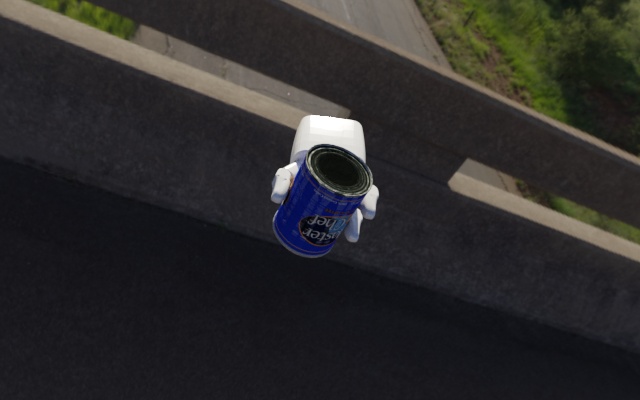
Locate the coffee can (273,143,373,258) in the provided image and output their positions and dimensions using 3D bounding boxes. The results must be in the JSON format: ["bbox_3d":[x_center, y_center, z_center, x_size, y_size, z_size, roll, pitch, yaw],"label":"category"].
[{"bbox_3d":[0.000,0.003,0.701,0.103,0.102,0.140,0,-41,-31],"label":"coffee can"}]
